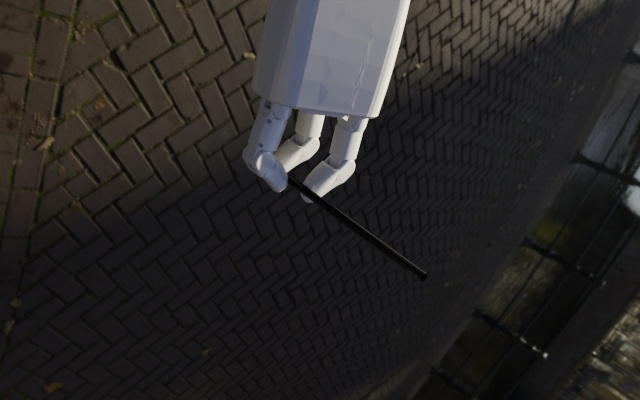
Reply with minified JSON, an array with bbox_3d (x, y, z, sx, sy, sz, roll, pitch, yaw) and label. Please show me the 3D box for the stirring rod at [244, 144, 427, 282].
[{"bbox_3d":[0.000,0.001,0.430,0.011,0.011,0.239,0,28,-47],"label":"stirring rod"}]
